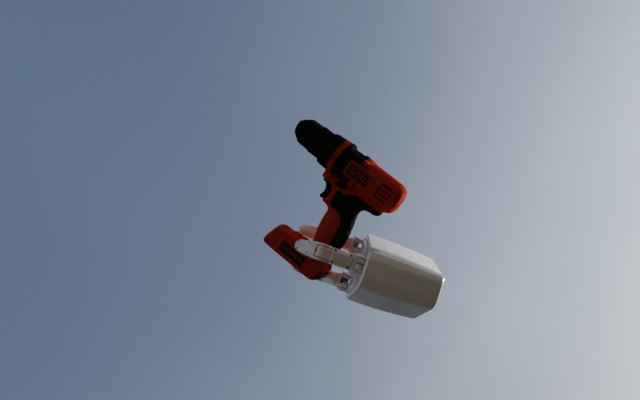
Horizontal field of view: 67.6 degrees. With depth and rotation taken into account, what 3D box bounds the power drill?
[{"bbox_3d":[0.000,0.003,0.674,0.184,0.188,0.057,39,16,15],"label":"power drill"}]
